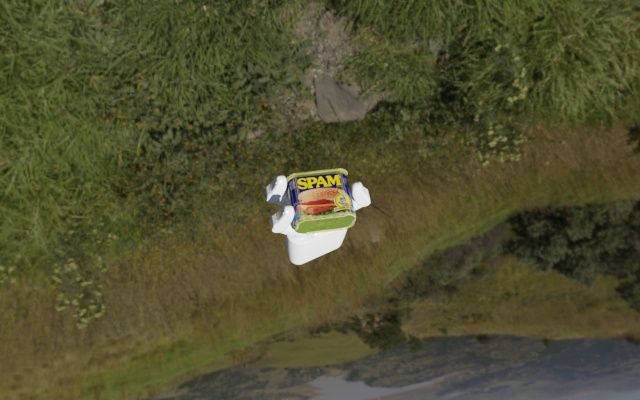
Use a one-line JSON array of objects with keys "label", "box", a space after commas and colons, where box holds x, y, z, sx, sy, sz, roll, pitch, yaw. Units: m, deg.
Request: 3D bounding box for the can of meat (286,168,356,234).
[{"label": "can of meat", "box": [0.000, 0.003, 0.755, 0.102, 0.084, 0.057, -6, -28, -10]}]
